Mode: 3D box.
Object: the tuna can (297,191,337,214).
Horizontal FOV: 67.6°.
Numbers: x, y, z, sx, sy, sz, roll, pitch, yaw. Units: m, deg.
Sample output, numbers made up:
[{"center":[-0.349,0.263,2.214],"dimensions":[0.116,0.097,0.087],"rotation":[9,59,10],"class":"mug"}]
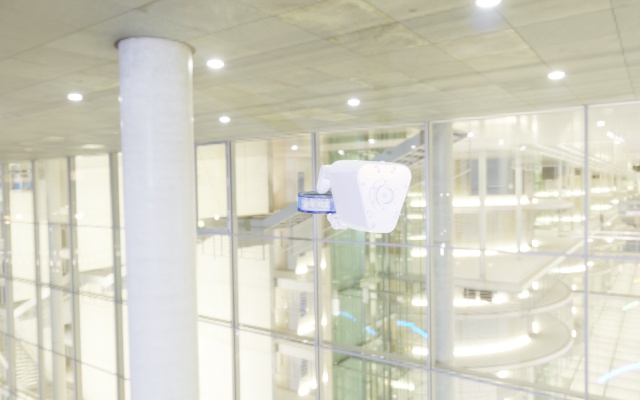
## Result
[{"center":[0.000,0.003,0.871],"dimensions":[0.086,0.034,0.086],"rotation":[1,7,0],"class":"tuna can"}]
